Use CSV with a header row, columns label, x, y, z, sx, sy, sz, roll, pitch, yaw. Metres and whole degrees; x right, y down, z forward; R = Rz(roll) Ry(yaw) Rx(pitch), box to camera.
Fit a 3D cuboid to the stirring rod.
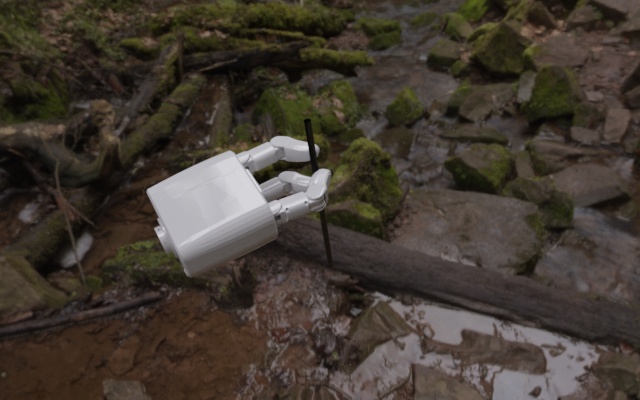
label,x,y,z,sx,sy,sz,roll,pitch,yaw
stirring rod,0.000,0.002,0.600,0.011,0.240,0.011,-5,42,5
